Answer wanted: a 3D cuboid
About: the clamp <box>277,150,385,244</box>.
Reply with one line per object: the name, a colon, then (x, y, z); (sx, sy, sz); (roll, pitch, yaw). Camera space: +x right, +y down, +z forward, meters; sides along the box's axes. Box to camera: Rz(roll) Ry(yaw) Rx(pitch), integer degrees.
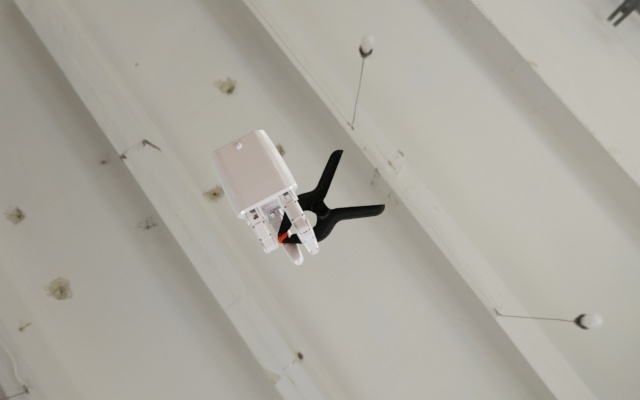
clamp: (0.000, 0.003, 0.737); (0.171, 0.120, 0.039); (-28, -11, -6)
